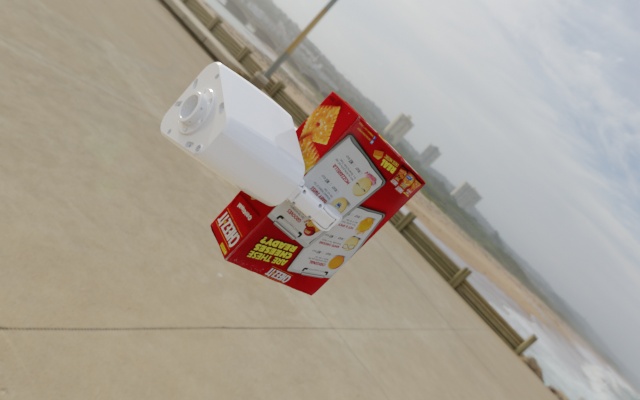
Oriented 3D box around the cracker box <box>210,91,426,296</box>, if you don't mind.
[{"bbox_3d":[0.000,0.002,0.579,0.164,0.214,0.072,34,15,-45],"label":"cracker box"}]
